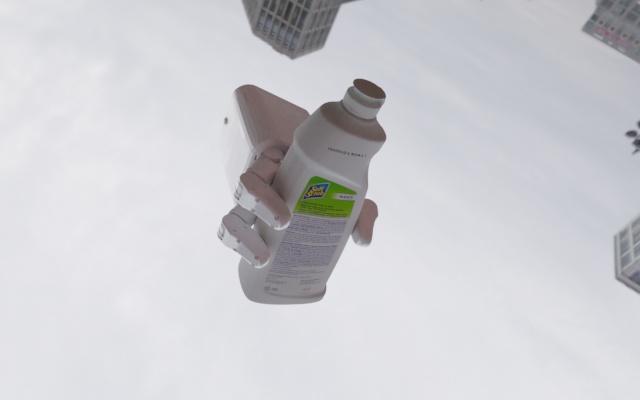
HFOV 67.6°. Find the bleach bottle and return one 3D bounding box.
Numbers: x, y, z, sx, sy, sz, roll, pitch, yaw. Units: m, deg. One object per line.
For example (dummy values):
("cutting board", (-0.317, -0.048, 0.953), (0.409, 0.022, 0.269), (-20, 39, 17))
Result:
("bleach bottle", (0.000, 0.002, 0.453), (0.102, 0.251, 0.068), (4, 43, -28))
